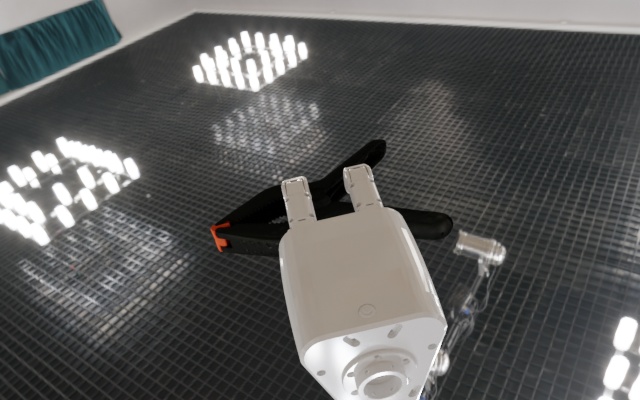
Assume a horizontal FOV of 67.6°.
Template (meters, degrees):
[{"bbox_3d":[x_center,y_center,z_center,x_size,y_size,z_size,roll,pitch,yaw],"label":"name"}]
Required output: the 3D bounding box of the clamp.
[{"bbox_3d":[0.000,0.002,0.466,0.210,0.036,0.164,-12,35,-2],"label":"clamp"}]
